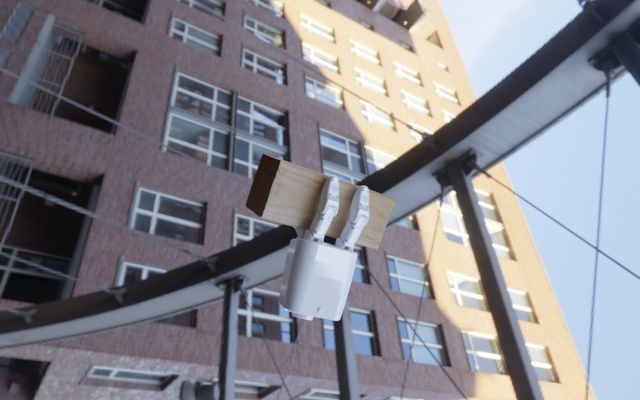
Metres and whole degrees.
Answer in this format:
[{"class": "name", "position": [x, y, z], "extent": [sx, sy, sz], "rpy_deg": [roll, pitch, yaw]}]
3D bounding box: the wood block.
[{"class": "wood block", "position": [0.000, 0.003, 0.758], "extent": [0.206, 0.090, 0.091], "rpy_deg": [17, 3, -27]}]
